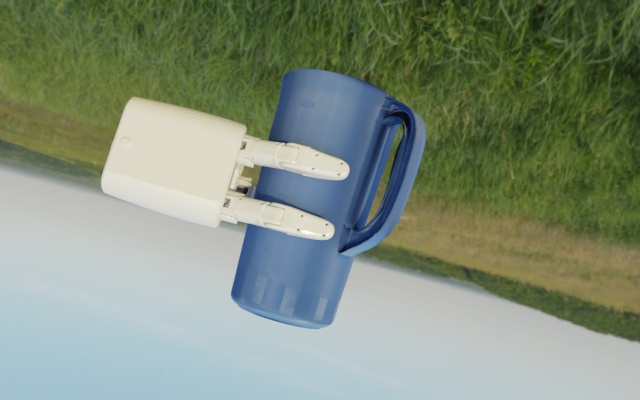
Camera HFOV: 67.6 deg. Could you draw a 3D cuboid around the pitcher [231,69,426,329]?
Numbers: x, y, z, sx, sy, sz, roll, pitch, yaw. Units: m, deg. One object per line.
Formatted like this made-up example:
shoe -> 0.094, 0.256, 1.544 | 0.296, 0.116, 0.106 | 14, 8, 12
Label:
pitcher -> 0.000, 0.002, 0.486 | 0.145, 0.243, 0.149 | 16, -6, -6
